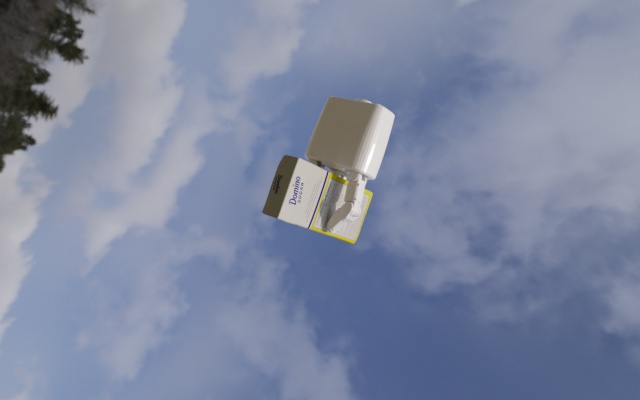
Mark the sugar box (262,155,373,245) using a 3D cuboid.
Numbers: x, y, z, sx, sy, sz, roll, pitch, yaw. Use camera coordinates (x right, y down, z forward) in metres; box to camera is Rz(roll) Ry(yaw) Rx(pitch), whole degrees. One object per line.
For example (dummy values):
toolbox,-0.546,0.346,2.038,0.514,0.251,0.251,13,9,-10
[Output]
sugar box,0.000,0.002,0.735,0.176,0.093,0.048,23,-5,-42
